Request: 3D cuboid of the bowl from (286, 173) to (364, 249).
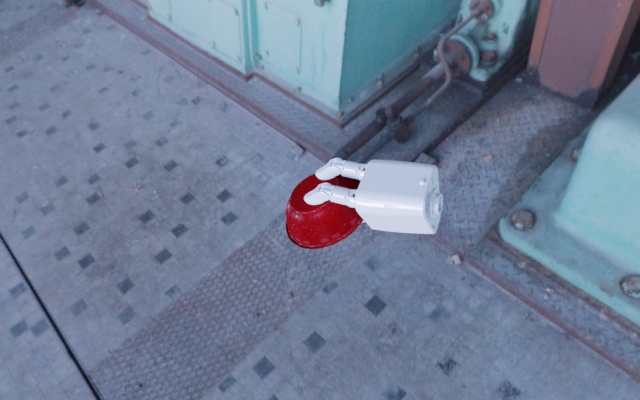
[{"bbox_3d":[-0.001,0.003,0.815,0.162,0.162,0.055,0,-40,35],"label":"bowl"}]
